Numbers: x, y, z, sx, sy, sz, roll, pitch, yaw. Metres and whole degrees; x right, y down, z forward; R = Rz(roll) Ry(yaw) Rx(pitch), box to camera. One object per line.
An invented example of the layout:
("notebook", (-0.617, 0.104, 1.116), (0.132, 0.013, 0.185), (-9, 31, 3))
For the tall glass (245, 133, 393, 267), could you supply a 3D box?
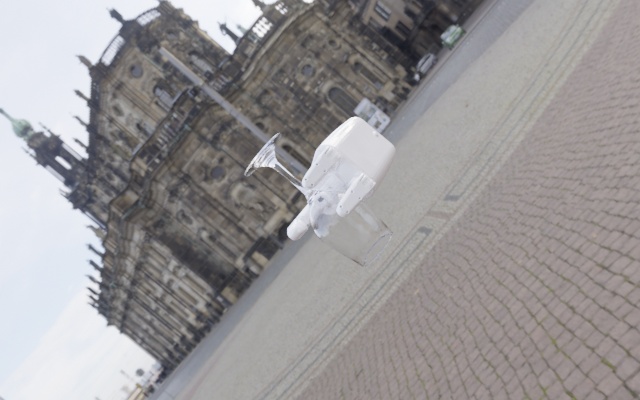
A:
("tall glass", (-0.001, 0.002, 0.636), (0.201, 0.079, 0.079), (40, -1, -1))
